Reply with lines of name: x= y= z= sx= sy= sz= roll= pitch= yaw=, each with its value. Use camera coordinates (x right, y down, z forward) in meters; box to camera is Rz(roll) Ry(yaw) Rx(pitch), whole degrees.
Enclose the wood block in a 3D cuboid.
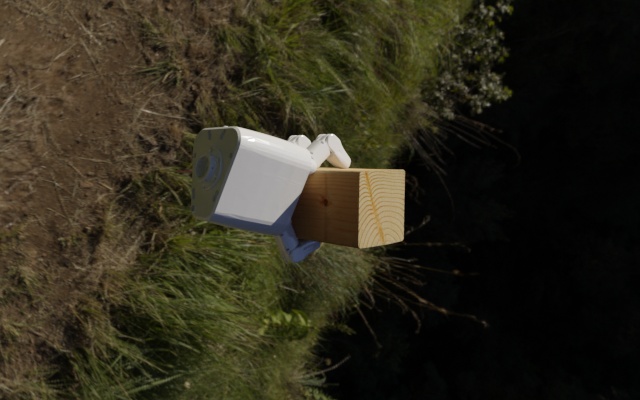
wood block: x=0.000 y=0.002 z=0.631 sx=0.206 sy=0.091 sz=0.090 roll=6 pitch=7 yaw=44
